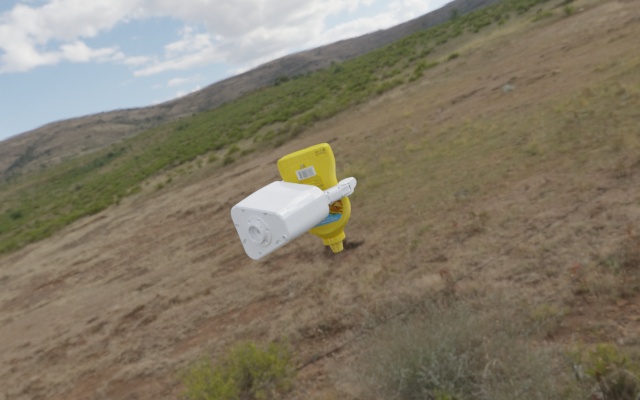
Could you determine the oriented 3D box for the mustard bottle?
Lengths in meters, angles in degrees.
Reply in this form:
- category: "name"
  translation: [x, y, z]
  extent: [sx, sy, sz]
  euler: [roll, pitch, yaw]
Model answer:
- category: "mustard bottle"
  translation: [0.000, 0.002, 0.841]
  extent: [0.096, 0.192, 0.058]
  euler: [-17, 11, 14]
